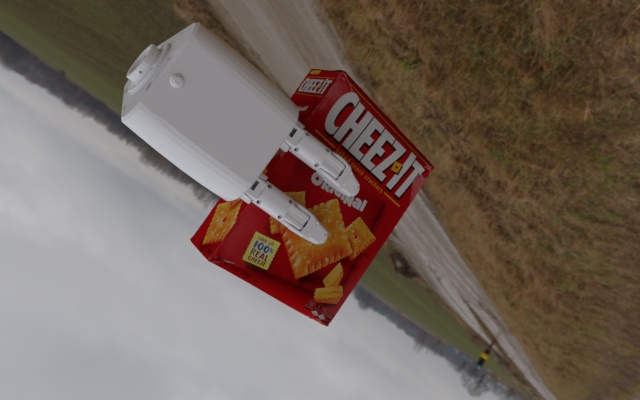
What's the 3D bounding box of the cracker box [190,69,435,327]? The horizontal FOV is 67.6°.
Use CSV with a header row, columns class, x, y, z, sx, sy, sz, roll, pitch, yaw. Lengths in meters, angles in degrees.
class,x,y,z,sx,sy,sz,roll,pitch,yaw
cracker box,0.000,0.002,0.491,0.164,0.213,0.072,39,-6,-33
